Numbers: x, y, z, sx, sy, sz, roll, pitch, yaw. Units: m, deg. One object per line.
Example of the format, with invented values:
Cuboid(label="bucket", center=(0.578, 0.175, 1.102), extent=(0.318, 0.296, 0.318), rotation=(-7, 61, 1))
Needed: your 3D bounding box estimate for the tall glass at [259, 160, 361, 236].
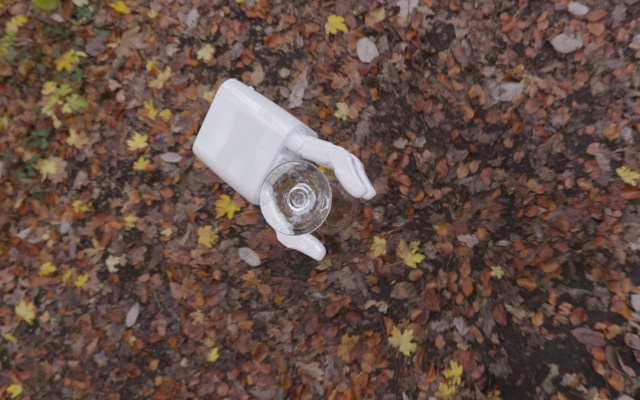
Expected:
Cuboid(label="tall glass", center=(0.000, 0.002, 0.560), extent=(0.079, 0.079, 0.201), rotation=(0, -3, 15))
